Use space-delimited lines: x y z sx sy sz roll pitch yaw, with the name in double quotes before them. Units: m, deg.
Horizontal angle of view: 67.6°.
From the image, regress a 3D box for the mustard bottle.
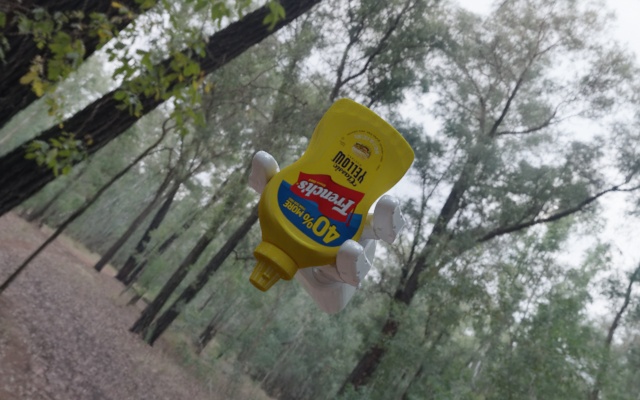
"mustard bottle" 0.000 0.001 0.437 0.096 0.191 0.058 39 -21 -4
